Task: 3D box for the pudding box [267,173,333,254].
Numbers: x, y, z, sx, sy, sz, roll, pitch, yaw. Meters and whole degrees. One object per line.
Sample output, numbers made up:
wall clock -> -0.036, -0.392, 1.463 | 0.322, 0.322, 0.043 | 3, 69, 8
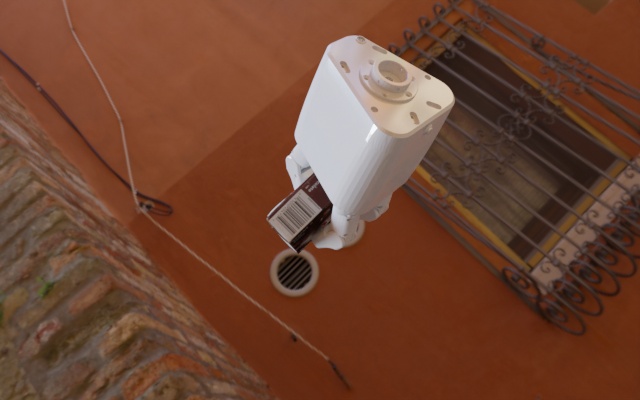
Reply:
pudding box -> 0.000, 0.002, 0.507 | 0.113, 0.039, 0.090 | -42, -13, -6
